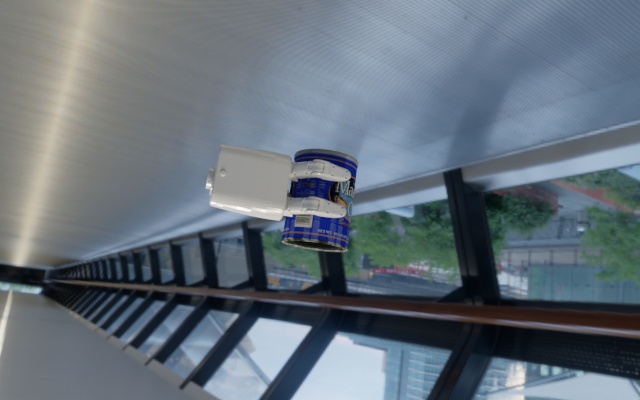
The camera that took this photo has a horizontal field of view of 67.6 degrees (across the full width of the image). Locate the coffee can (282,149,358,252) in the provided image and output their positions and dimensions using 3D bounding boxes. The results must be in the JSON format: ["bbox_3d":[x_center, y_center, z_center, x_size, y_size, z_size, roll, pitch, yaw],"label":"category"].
[{"bbox_3d":[0.000,0.002,0.744,0.103,0.140,0.103,7,-12,2],"label":"coffee can"}]
